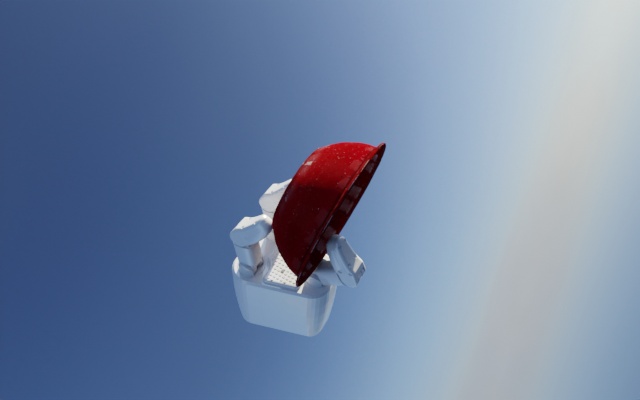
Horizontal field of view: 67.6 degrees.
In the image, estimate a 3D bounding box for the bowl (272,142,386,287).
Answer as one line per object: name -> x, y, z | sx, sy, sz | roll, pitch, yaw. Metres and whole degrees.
bowl -> 0.000, 0.000, 0.466 | 0.055, 0.162, 0.162 | 32, 5, 8
